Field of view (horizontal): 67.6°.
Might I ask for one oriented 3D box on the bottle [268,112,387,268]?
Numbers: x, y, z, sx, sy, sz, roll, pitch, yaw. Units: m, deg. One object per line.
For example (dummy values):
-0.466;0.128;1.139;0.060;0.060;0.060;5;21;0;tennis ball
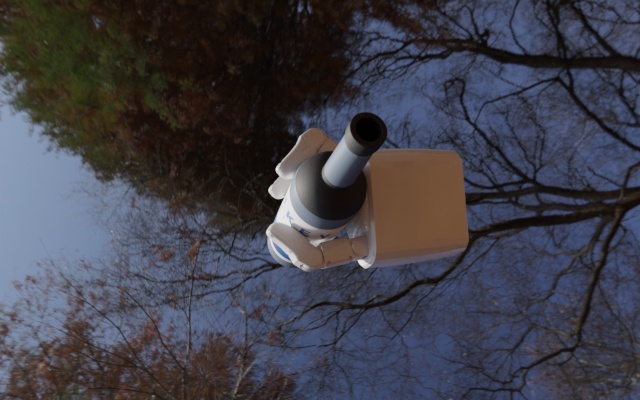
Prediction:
0.000;0.002;0.459;0.069;0.069;0.296;0;-20;-14;bottle
